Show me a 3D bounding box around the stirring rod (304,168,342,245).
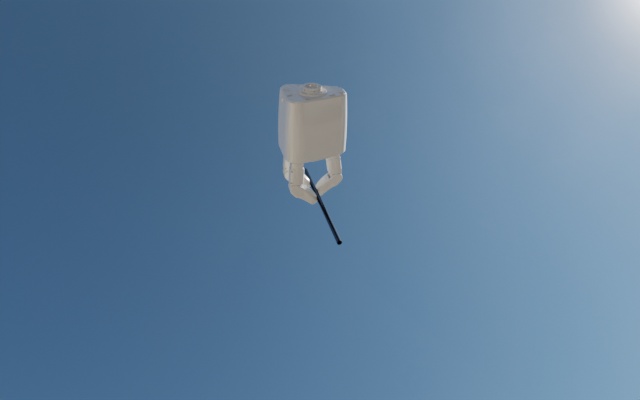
[{"bbox_3d":[0.000,0.003,0.828,0.011,0.011,0.239,0,31,-16],"label":"stirring rod"}]
